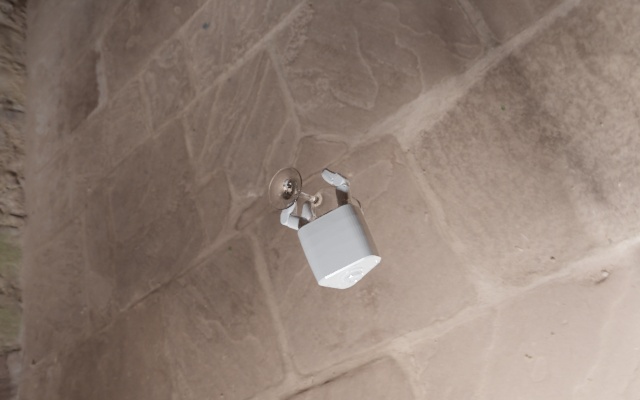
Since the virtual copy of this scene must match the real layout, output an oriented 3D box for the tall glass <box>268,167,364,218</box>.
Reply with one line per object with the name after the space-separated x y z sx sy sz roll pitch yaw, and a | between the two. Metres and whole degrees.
0.000 0.003 0.873 0.079 0.079 0.201 0 -13 38 | tall glass
